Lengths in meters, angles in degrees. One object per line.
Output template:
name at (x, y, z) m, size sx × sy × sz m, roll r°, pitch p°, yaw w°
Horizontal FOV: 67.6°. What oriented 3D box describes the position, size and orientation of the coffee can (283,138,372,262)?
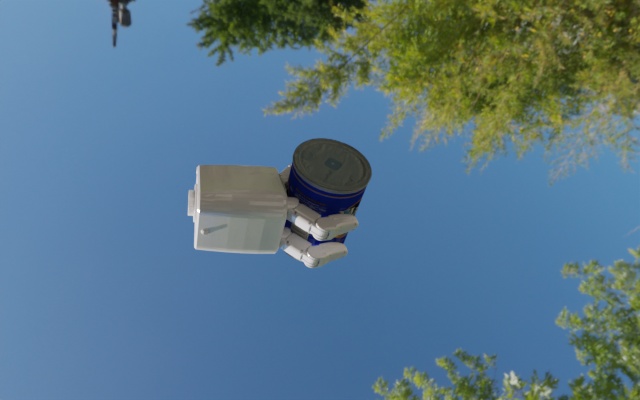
coffee can at (0.000, 0.002, 0.647) m, size 0.103 × 0.140 × 0.102 m, roll 10°, pitch 42°, yaw -9°
